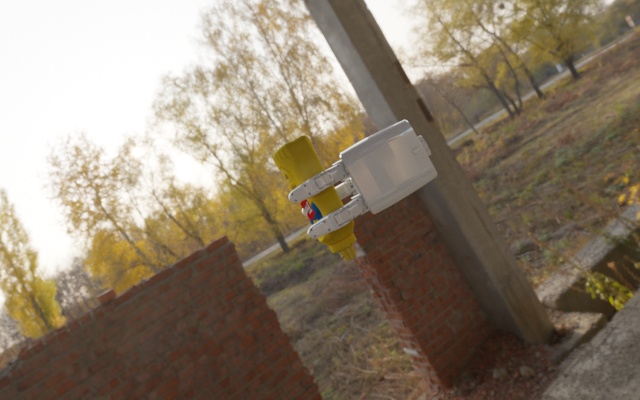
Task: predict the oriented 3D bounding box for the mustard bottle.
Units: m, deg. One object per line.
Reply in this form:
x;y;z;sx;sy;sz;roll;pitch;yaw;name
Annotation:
0.000;0.002;0.705;0.058;0.191;0.096;-30;1;-17;mustard bottle
